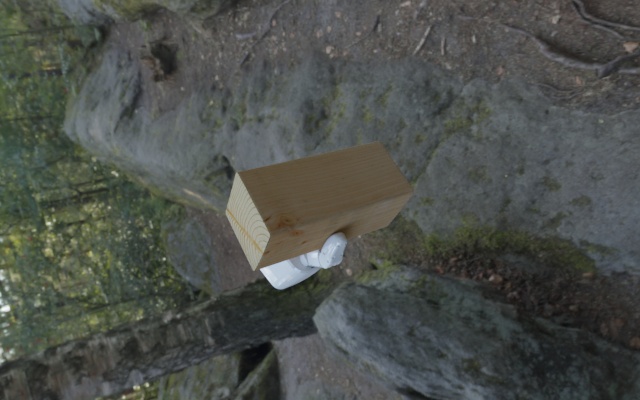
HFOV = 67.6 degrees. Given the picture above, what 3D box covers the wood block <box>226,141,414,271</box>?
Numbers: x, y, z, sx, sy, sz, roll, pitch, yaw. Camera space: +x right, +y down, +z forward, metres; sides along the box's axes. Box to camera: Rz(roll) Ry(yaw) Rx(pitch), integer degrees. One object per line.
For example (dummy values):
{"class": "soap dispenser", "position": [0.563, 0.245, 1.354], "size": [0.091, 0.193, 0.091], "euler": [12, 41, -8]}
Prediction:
{"class": "wood block", "position": [0.000, 0.002, 0.598], "size": [0.206, 0.090, 0.090], "euler": [-16, -27, -30]}
